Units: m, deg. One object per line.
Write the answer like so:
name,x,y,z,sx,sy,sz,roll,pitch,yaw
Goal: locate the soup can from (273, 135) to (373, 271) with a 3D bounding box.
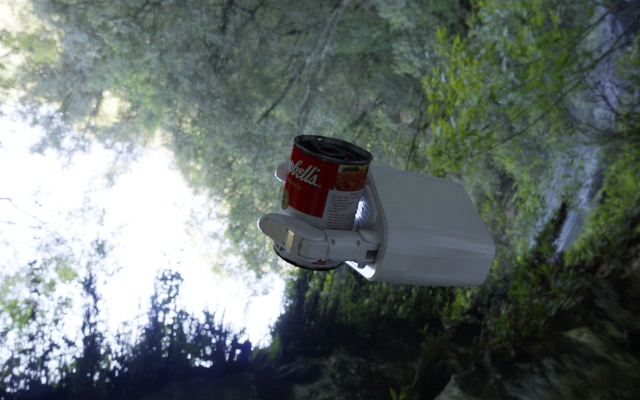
soup can,0.000,0.002,0.417,0.068,0.102,0.068,12,21,-5
